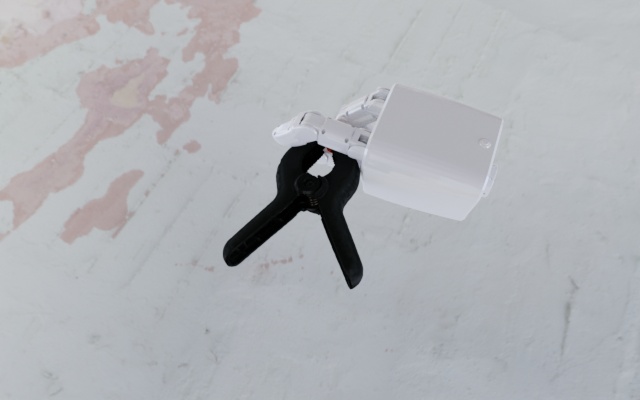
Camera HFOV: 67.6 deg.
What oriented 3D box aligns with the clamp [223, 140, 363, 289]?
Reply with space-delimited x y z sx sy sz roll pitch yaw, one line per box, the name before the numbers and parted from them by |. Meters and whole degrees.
clamp | 0.000 0.002 0.433 0.120 0.171 0.039 19 -28 11
